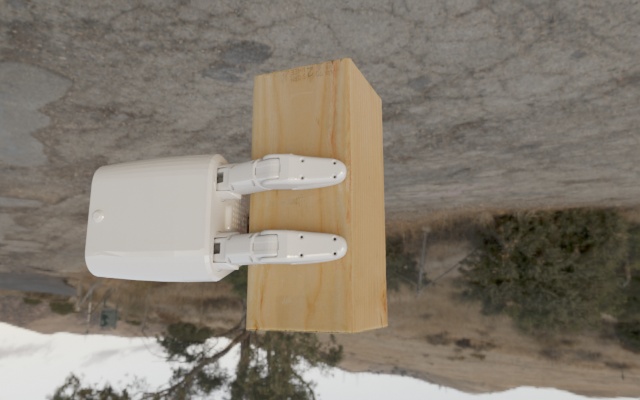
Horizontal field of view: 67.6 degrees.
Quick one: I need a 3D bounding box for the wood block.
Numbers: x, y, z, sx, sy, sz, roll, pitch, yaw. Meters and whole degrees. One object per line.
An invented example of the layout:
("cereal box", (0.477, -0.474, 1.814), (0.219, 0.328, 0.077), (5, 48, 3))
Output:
("wood block", (0.000, 0.002, 0.402), (0.090, 0.206, 0.091), (-5, -12, 22))
